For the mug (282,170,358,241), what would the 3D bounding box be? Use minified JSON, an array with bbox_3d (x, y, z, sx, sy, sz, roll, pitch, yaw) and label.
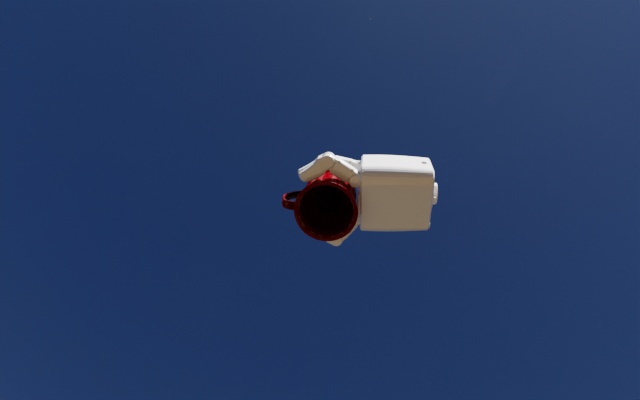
[{"bbox_3d":[-0.001,0.002,0.723,0.117,0.093,0.081,2,21,6],"label":"mug"}]
